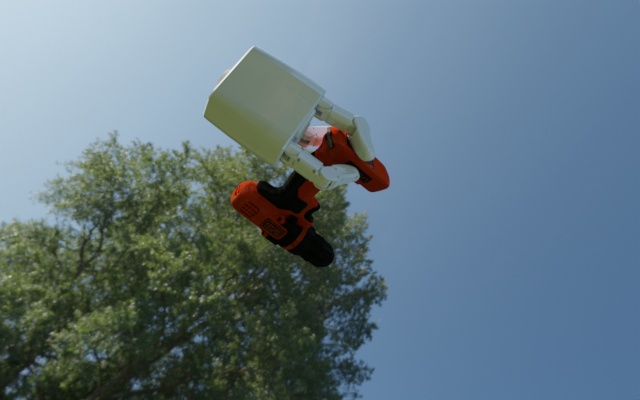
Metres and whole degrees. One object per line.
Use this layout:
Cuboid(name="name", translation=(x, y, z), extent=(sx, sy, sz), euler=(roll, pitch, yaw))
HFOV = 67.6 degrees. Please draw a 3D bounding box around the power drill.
Cuboid(name="power drill", translation=(0.000, 0.002, 0.653), extent=(0.188, 0.057, 0.184), euler=(-39, -60, 23))
